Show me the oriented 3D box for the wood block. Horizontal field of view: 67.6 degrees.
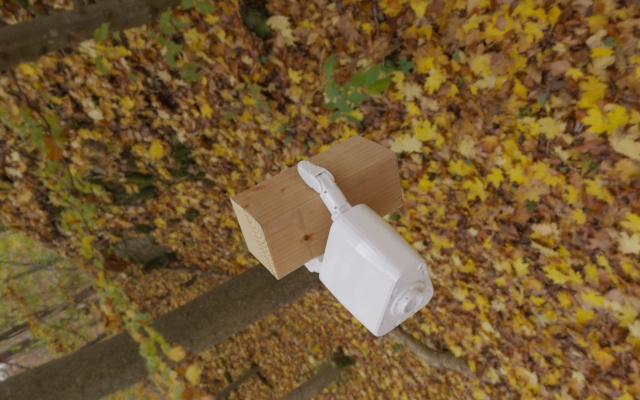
[{"bbox_3d":[0.000,0.002,0.639,0.206,0.091,0.090,-29,36,-22],"label":"wood block"}]
